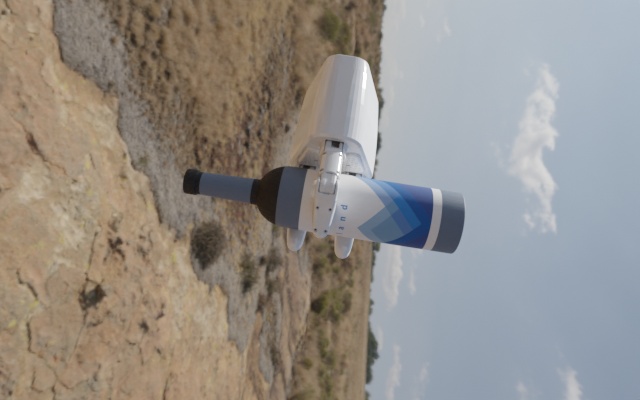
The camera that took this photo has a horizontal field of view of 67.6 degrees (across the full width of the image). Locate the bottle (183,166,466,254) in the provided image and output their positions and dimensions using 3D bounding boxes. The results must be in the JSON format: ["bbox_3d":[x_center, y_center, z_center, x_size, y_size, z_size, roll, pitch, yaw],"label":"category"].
[{"bbox_3d":[0.000,0.002,0.515,0.296,0.069,0.069,9,0,1],"label":"bottle"}]
